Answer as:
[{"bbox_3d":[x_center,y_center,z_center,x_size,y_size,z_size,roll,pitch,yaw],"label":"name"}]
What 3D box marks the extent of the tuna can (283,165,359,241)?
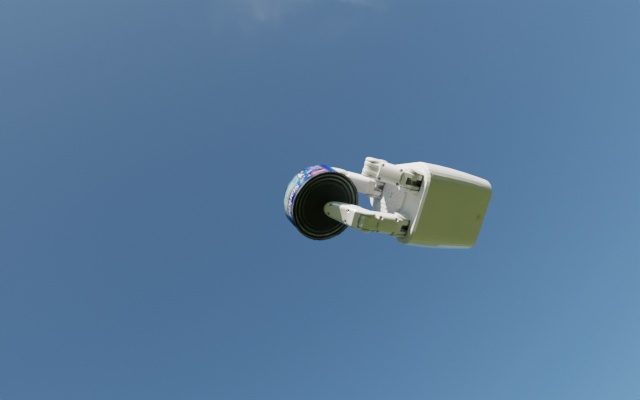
[{"bbox_3d":[0.000,0.002,0.567,0.086,0.086,0.033,0,20,-27],"label":"tuna can"}]
